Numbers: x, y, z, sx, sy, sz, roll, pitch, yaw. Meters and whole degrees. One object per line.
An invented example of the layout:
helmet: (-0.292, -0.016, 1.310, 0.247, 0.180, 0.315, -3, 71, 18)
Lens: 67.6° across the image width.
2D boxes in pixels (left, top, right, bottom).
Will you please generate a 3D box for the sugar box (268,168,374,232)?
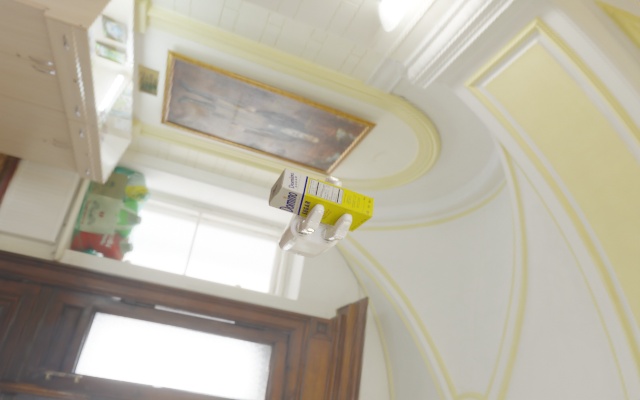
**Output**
sugar box: (0.000, 0.003, 0.875, 0.176, 0.048, 0.093, 15, -27, -15)
